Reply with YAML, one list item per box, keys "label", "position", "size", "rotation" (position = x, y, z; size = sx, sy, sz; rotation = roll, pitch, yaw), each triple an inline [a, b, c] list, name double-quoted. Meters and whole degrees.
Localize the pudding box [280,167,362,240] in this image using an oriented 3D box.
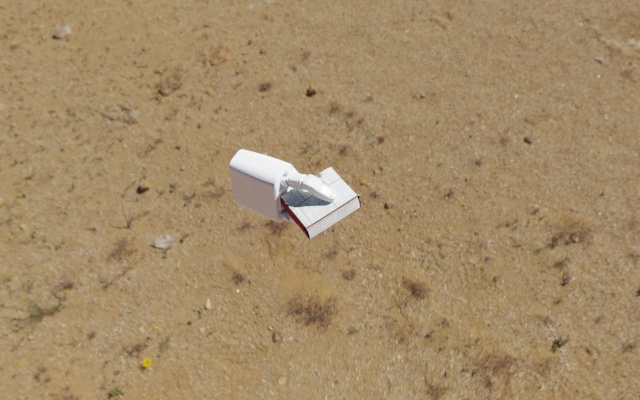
- label: "pudding box"
  position: [0.000, 0.003, 0.828]
  size: [0.113, 0.090, 0.039]
  rotation: [-33, -36, -12]
